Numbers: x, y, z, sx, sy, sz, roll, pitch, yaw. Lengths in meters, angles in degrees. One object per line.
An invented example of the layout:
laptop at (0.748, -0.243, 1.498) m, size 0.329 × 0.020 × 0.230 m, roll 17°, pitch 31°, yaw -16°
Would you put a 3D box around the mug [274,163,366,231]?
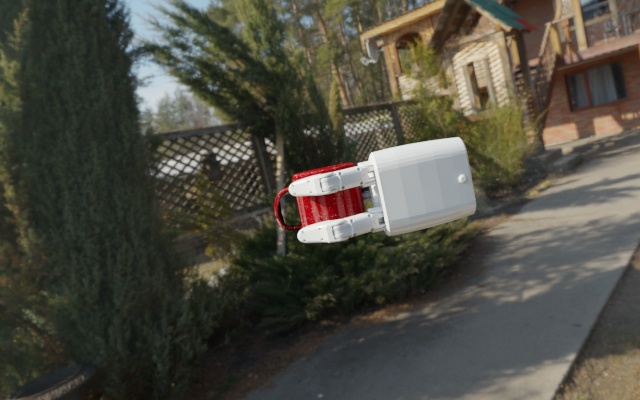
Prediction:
mug at (-0.001, 0.002, 0.598) m, size 0.117 × 0.081 × 0.093 m, roll -12°, pitch 5°, yaw -2°
